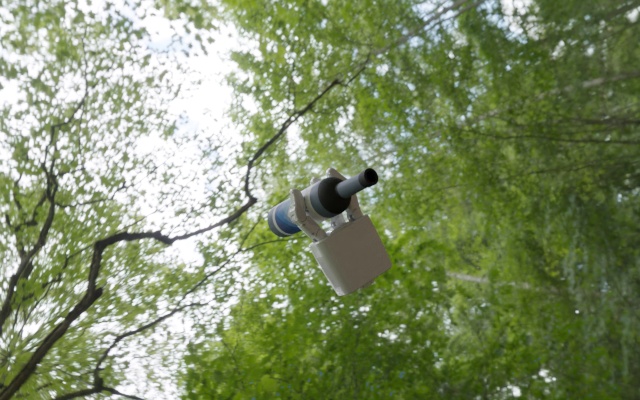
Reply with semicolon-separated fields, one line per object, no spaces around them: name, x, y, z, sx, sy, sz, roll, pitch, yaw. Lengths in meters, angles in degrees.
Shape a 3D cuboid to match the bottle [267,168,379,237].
bottle;0.000;0.003;0.840;0.069;0.069;0.296;0;-15;-33
